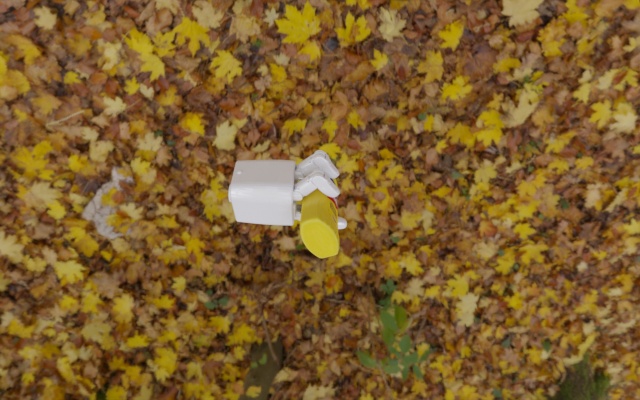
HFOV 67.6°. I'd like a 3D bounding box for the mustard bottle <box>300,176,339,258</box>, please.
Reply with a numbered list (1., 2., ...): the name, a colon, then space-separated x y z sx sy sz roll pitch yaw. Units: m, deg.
1. mustard bottle: 0.000 0.003 0.850 0.058 0.096 0.191 -17 39 15
